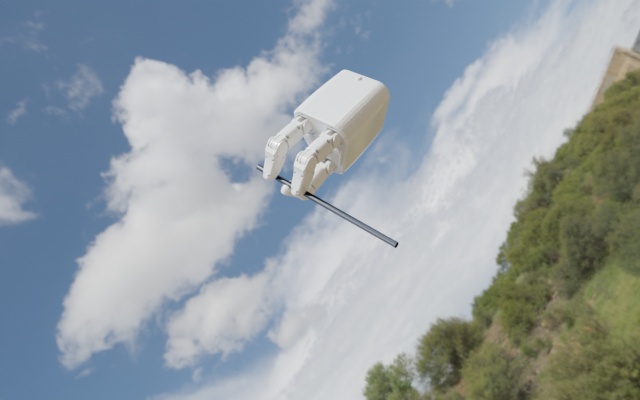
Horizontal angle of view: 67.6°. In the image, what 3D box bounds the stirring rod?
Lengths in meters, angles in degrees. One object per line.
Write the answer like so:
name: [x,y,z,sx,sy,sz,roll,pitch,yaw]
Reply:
stirring rod: [0.000,0.002,0.623,0.239,0.011,0.011,29,16,31]
